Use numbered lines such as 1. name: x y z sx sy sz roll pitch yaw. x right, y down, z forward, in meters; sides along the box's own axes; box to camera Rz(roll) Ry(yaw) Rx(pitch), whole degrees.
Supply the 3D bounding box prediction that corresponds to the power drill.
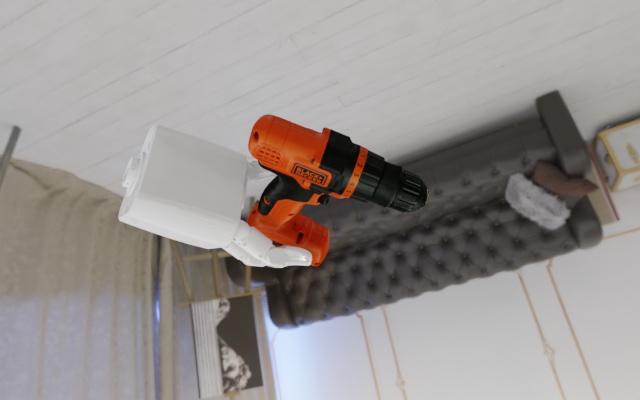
1. power drill: 0.000 0.002 0.521 0.184 0.057 0.188 23 -38 -5
